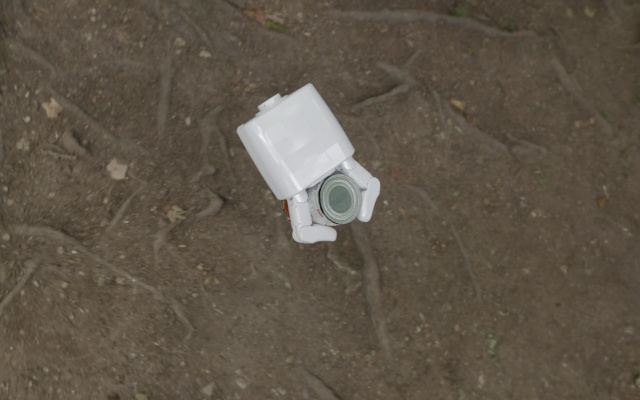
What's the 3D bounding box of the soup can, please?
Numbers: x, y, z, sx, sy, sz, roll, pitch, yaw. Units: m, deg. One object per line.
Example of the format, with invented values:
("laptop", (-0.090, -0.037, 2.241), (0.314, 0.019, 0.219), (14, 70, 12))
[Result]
("soup can", (0.000, 0.003, 0.648), (0.068, 0.068, 0.102), (0, -5, -32))
